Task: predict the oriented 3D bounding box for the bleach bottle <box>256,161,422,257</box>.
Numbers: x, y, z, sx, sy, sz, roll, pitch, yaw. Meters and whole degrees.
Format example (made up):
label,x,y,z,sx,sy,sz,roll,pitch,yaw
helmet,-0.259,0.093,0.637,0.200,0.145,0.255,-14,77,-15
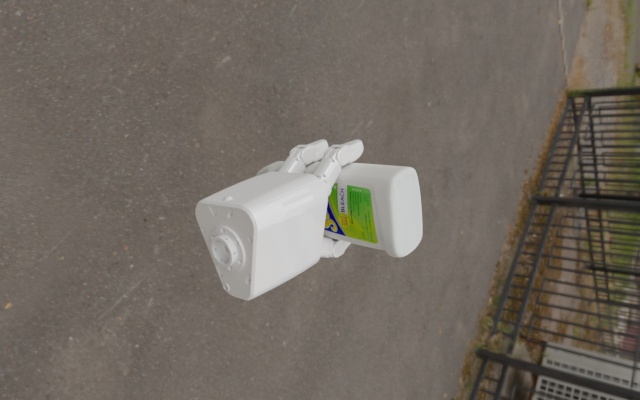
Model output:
label,x,y,z,sx,sy,sz,roll,pitch,yaw
bleach bottle,0.000,0.002,0.603,0.251,0.102,0.068,6,21,39
